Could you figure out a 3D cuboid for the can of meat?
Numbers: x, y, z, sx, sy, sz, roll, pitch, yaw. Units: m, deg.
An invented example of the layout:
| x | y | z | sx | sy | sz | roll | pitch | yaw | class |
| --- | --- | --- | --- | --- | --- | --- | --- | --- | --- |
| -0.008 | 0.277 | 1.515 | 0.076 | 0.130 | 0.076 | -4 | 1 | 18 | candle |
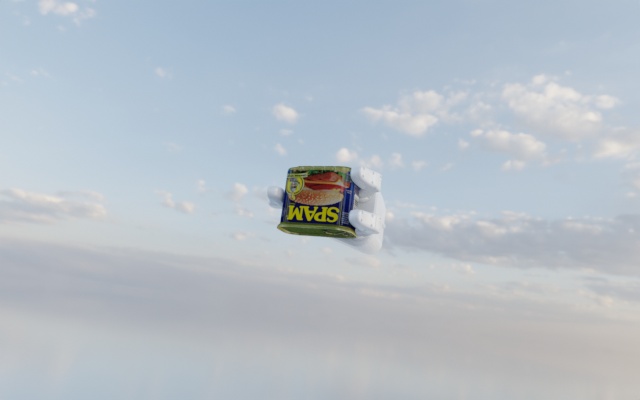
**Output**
| x | y | z | sx | sy | sz | roll | pitch | yaw | class |
| --- | --- | --- | --- | --- | --- | --- | --- | --- | --- |
| 0.000 | 0.002 | 0.626 | 0.102 | 0.084 | 0.057 | 2 | -15 | 20 | can of meat |
